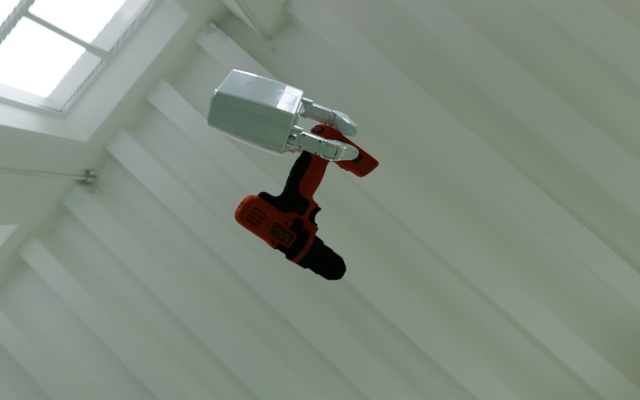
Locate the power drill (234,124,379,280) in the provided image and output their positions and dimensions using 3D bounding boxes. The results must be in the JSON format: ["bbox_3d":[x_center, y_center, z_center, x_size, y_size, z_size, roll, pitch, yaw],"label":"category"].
[{"bbox_3d":[0.000,0.002,0.679,0.184,0.187,0.057,35,-3,-18],"label":"power drill"}]
